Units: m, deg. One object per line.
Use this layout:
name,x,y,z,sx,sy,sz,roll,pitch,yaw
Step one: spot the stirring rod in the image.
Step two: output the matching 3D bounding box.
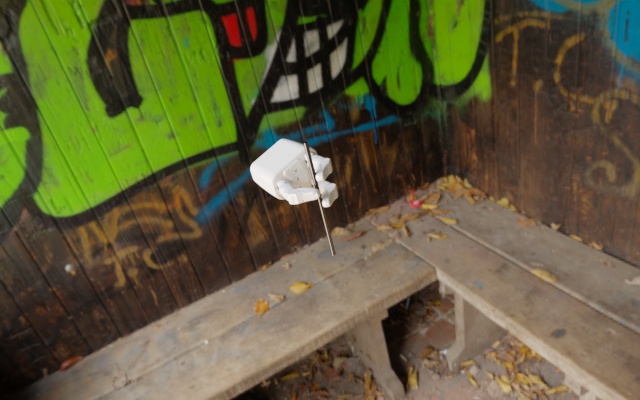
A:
stirring rod,0.000,0.003,0.869,0.011,0.240,0.011,-11,29,6
